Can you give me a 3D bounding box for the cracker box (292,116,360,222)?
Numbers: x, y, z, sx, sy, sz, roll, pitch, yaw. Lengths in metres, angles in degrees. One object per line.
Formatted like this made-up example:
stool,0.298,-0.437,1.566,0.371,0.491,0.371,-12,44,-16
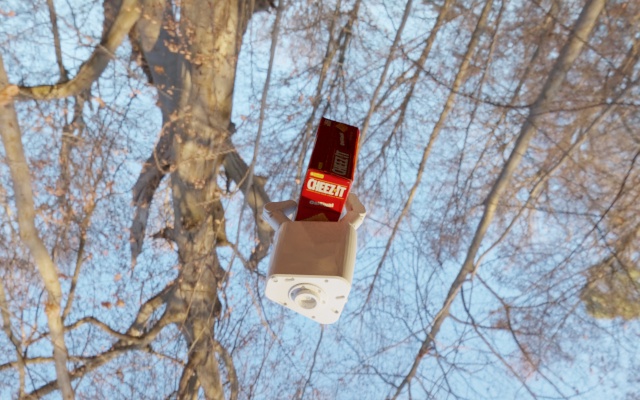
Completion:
cracker box,0.000,0.003,0.757,0.072,0.214,0.164,15,36,-3
